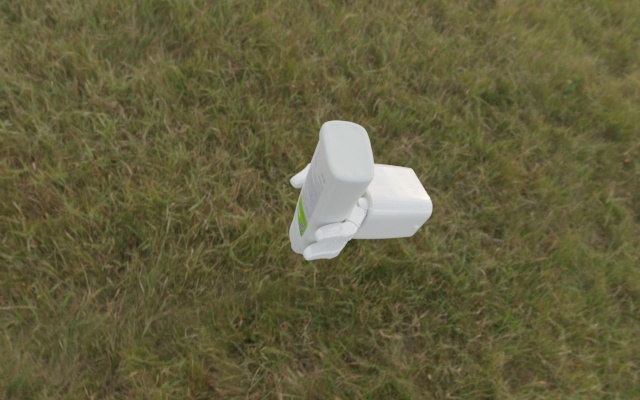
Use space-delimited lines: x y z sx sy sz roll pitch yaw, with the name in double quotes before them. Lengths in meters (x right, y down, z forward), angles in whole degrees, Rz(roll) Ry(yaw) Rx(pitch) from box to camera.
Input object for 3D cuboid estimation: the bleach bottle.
"bleach bottle" 0.000 0.002 0.705 0.068 0.102 0.251 4 -33 -18
